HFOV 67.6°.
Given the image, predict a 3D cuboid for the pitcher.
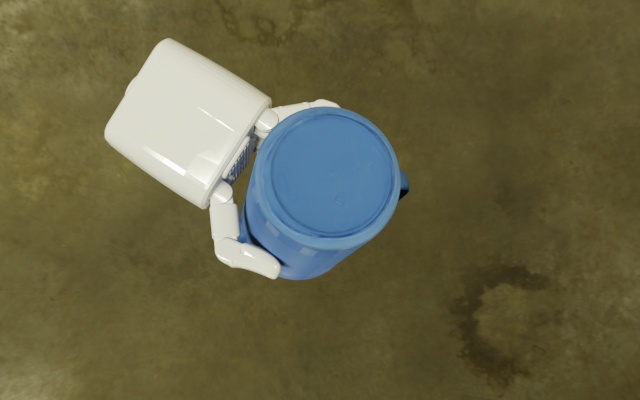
[{"bbox_3d":[0.000,0.001,0.453,0.145,0.149,0.243,33,-14,-1],"label":"pitcher"}]
